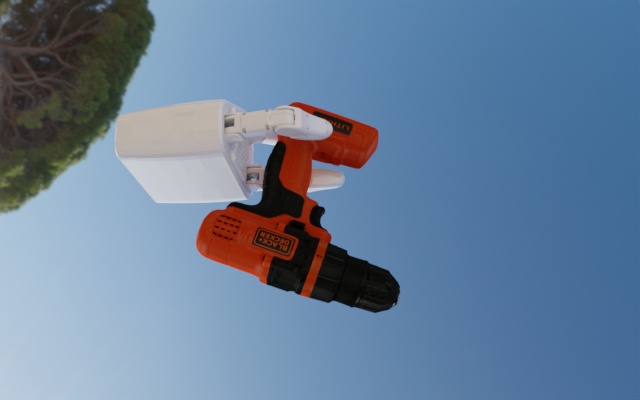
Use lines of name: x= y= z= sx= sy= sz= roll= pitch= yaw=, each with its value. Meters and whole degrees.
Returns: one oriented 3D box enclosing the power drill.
power drill: x=0.000 y=0.001 z=0.456 sx=0.184 sy=0.187 sz=0.057 roll=20 pitch=-34 yaw=-1
